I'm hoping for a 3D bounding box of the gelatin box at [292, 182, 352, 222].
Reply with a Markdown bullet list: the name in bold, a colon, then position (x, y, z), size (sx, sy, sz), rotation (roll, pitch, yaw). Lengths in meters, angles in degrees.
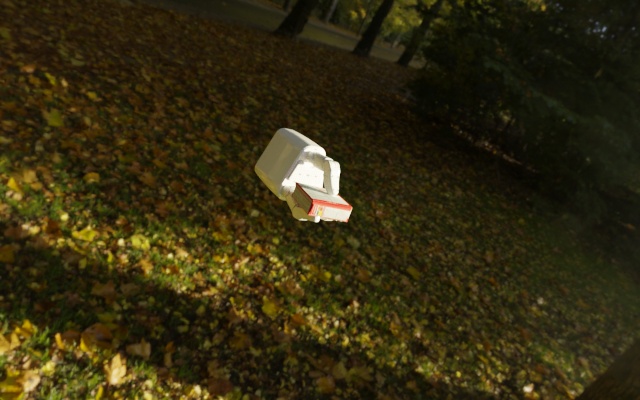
- **gelatin box**: position (0.000, 0.002, 0.798), size (0.073, 0.030, 0.089), rotation (11, 16, -27)
